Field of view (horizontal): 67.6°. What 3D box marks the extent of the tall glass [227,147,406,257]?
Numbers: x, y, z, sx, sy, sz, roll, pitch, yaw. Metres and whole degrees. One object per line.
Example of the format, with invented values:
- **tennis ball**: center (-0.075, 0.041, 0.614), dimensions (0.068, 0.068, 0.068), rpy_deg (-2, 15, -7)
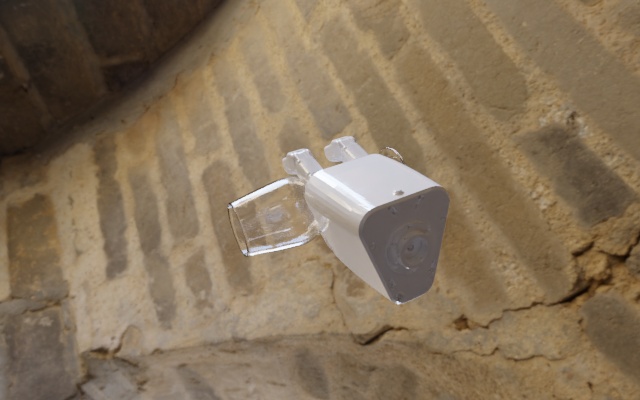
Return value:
- **tall glass**: center (0.001, 0.002, 0.542), dimensions (0.201, 0.079, 0.079), rpy_deg (-19, 6, -19)
